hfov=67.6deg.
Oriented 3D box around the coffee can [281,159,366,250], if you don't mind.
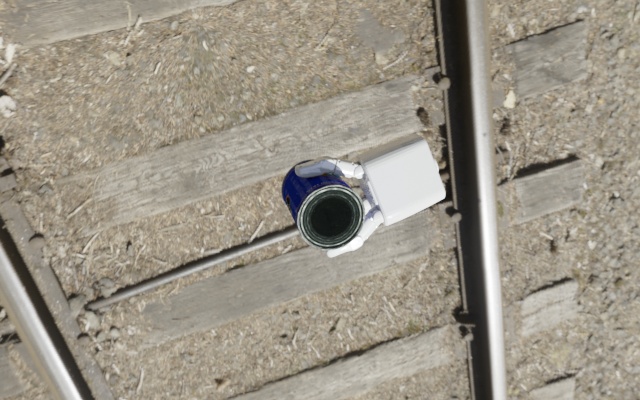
[{"bbox_3d":[0.000,0.002,0.752,0.103,0.103,0.140,0,20,-15],"label":"coffee can"}]
